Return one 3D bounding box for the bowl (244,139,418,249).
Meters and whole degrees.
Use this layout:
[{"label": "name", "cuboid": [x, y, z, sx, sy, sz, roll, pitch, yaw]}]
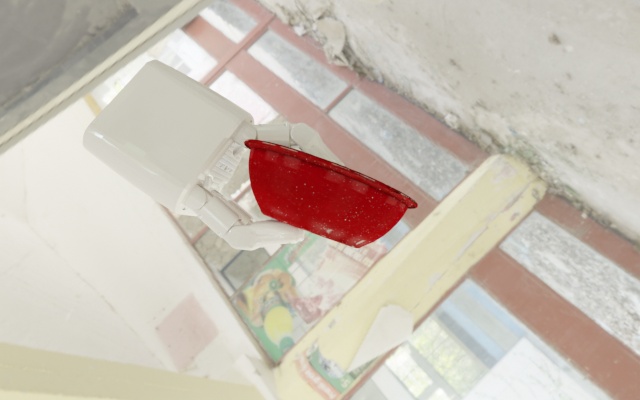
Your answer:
[{"label": "bowl", "cuboid": [0.001, 0.002, 0.420, 0.162, 0.055, 0.162, 20, -3, 1]}]
